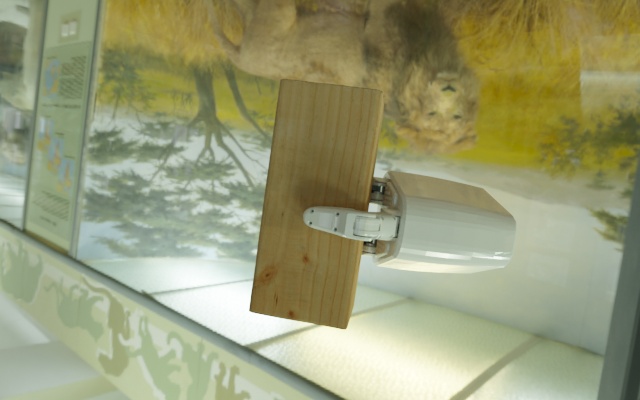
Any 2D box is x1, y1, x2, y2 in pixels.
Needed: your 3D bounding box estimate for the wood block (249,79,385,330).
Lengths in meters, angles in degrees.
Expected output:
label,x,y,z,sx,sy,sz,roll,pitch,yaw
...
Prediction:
label,x,y,z,sx,sy,sz,roll,pitch,yaw
wood block,0.000,0.002,0.450,0.090,0.206,0.091,9,3,8
